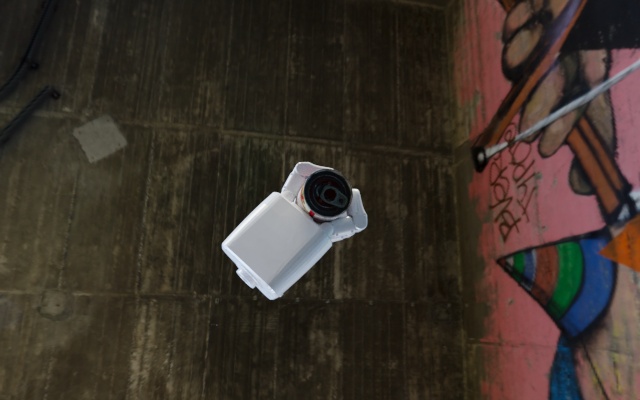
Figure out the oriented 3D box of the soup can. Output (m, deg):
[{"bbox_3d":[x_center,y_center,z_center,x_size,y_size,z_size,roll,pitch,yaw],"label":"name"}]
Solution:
[{"bbox_3d":[0.000,0.002,0.682,0.068,0.068,0.102,0,-14,-12],"label":"soup can"}]
